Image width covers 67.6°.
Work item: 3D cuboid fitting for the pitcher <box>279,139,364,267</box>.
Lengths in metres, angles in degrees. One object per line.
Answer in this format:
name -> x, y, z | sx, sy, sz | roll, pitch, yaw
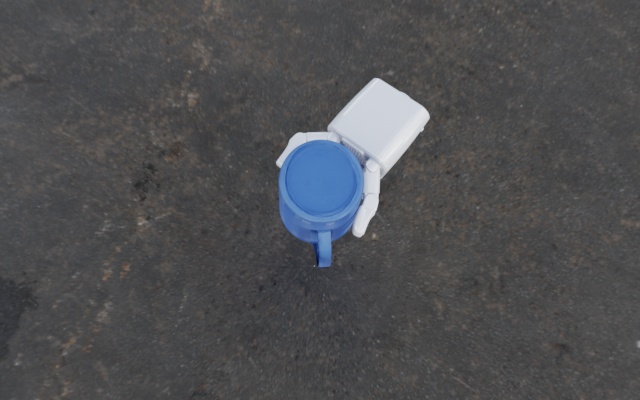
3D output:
pitcher -> 0.000, 0.002, 0.707 | 0.149, 0.145, 0.243 | 42, -7, 5
